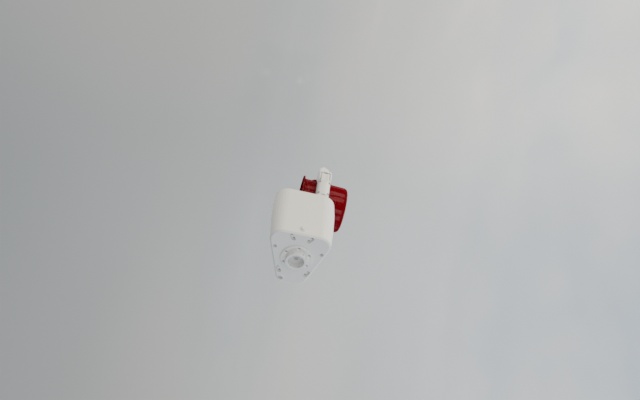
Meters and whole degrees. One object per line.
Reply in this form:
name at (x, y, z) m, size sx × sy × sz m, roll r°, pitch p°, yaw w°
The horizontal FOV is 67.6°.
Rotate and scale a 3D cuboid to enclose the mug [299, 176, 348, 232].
mug at (0.000, 0.002, 0.861) m, size 0.081 × 0.093 × 0.117 m, roll 13°, pitch 35°, yaw -6°
